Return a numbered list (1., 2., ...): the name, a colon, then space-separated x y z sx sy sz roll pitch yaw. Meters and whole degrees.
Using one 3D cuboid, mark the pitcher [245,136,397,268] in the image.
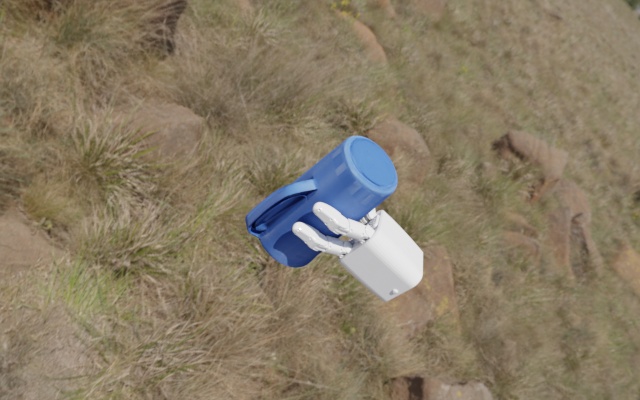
1. pitcher: 0.000 0.003 0.782 0.243 0.145 0.149 -40 9 39
